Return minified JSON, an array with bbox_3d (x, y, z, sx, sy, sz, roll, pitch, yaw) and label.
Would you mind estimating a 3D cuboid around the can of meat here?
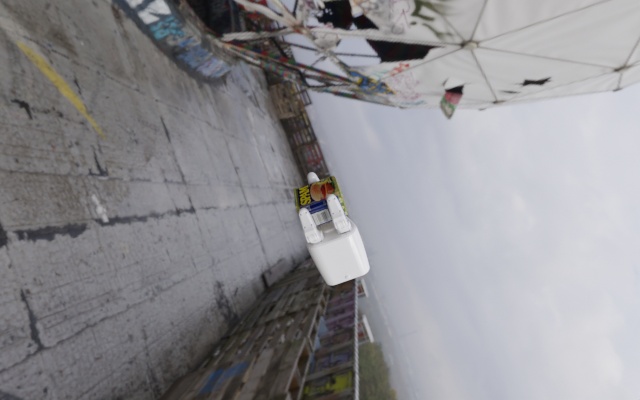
[{"bbox_3d":[0.000,0.003,0.887,0.084,0.057,0.102,-20,28,4],"label":"can of meat"}]
